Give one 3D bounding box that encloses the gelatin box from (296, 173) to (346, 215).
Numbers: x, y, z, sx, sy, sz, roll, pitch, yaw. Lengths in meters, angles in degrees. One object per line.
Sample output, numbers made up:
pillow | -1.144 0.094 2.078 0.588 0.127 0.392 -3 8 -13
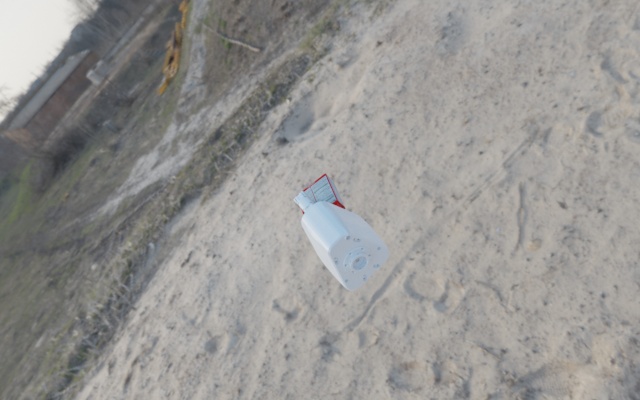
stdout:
gelatin box | 0.000 0.002 0.883 0.073 0.089 0.030 -38 -50 13
